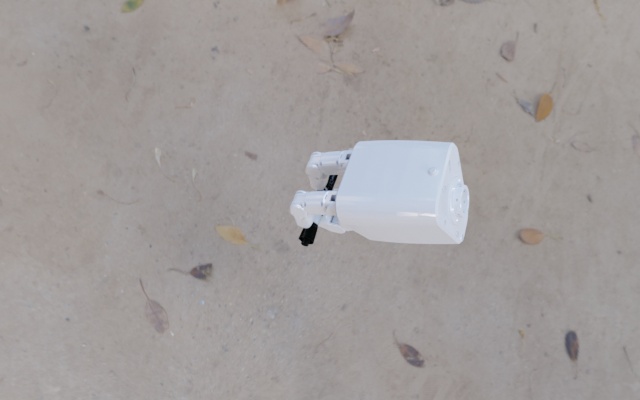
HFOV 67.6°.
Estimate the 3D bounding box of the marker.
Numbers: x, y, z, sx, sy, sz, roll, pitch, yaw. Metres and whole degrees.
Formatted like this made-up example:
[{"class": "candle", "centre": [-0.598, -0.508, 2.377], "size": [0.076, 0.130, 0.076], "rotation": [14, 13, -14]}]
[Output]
[{"class": "marker", "centre": [0.000, 0.002, 0.590], "size": [0.020, 0.121, 0.020], "rotation": [16, -27, 9]}]
